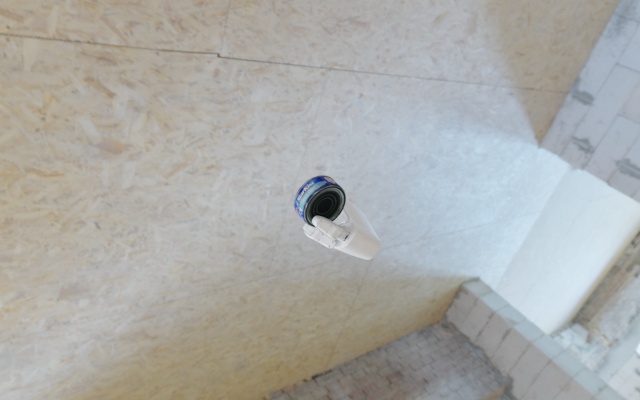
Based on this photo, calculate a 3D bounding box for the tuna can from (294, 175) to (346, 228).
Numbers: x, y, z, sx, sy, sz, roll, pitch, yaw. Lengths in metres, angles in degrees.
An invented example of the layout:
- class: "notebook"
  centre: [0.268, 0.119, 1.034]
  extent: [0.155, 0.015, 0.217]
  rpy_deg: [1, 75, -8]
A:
- class: "tuna can"
  centre: [0.000, 0.003, 0.803]
  extent: [0.086, 0.086, 0.033]
  rpy_deg: [0, 31, -38]
